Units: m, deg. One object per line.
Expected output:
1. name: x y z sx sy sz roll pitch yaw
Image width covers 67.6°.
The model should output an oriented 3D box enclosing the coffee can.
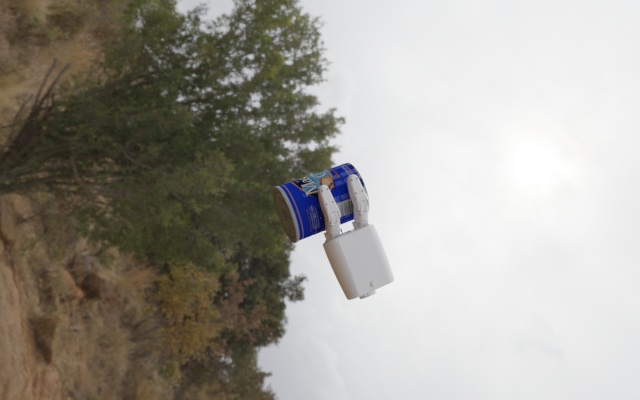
1. coffee can: 0.000 0.003 0.839 0.140 0.103 0.103 -20 6 -17
